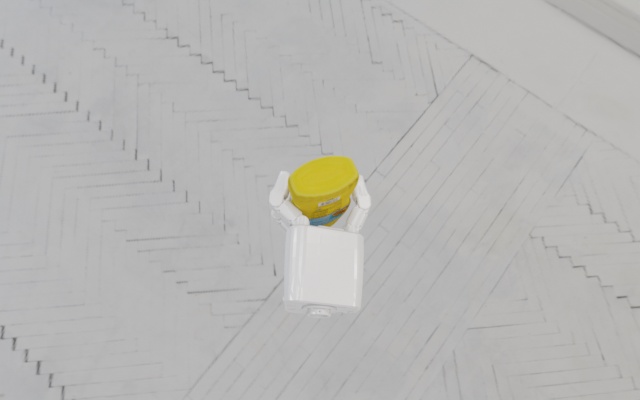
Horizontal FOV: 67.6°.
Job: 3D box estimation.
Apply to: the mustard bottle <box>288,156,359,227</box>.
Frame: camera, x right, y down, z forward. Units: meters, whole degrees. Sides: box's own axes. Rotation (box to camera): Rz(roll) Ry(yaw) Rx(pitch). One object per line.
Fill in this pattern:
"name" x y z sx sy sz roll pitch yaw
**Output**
"mustard bottle" 0.000 0.002 0.727 0.096 0.058 0.192 -20 -20 -11
